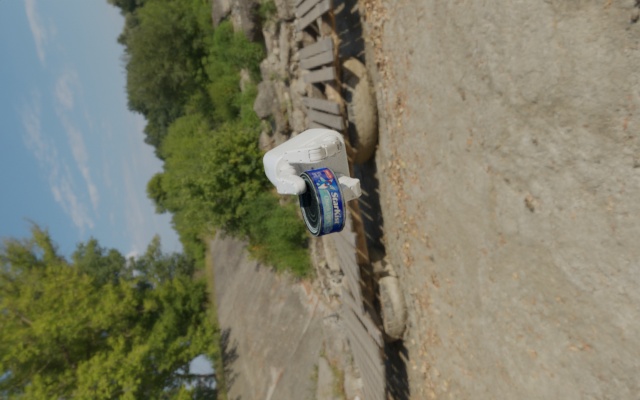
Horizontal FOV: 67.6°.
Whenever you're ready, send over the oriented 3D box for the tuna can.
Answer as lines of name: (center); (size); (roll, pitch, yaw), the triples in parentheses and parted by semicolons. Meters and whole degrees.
tuna can: (0.000, 0.002, 0.606); (0.034, 0.086, 0.086); (-12, 4, -18)
